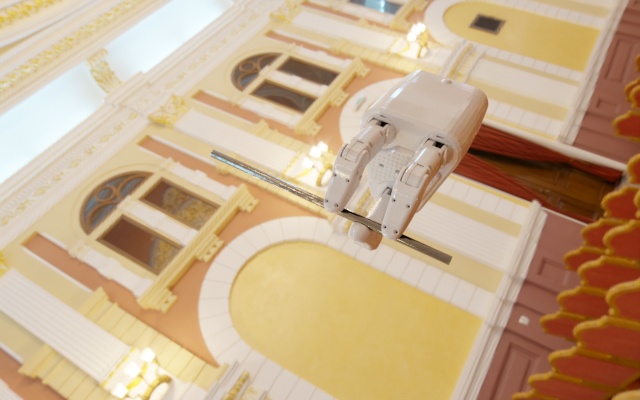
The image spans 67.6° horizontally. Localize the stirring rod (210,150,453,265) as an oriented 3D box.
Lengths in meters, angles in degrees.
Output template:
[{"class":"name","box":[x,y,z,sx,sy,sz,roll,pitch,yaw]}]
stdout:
[{"class":"stirring rod","box":[0.000,0.001,0.419,0.239,0.011,0.011,24,8,19]}]
